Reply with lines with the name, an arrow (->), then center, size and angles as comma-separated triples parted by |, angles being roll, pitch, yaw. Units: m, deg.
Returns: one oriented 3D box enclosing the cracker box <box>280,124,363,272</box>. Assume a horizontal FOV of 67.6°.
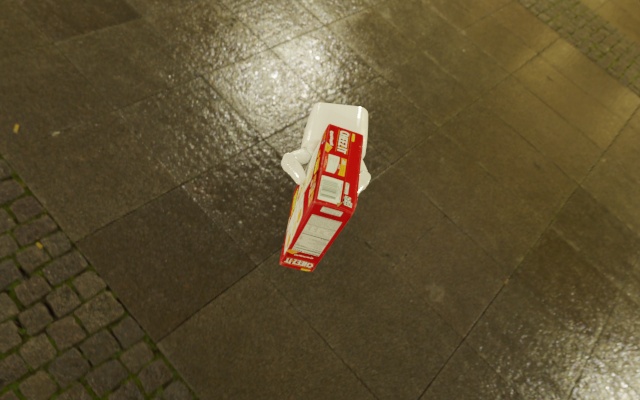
cracker box -> 0.000, 0.003, 0.816 | 0.072, 0.164, 0.214 | 17, -36, -10
